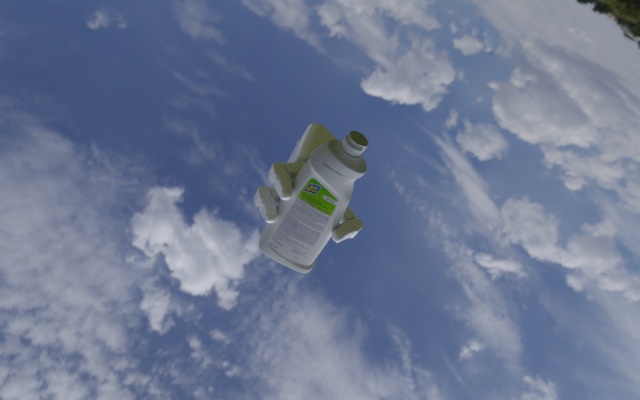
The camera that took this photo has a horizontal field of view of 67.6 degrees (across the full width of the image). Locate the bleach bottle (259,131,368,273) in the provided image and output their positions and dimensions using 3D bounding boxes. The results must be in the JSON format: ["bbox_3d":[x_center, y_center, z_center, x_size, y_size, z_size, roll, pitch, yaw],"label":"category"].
[{"bbox_3d":[0.000,0.002,0.699,0.102,0.068,0.251,27,-50,-10],"label":"bleach bottle"}]
